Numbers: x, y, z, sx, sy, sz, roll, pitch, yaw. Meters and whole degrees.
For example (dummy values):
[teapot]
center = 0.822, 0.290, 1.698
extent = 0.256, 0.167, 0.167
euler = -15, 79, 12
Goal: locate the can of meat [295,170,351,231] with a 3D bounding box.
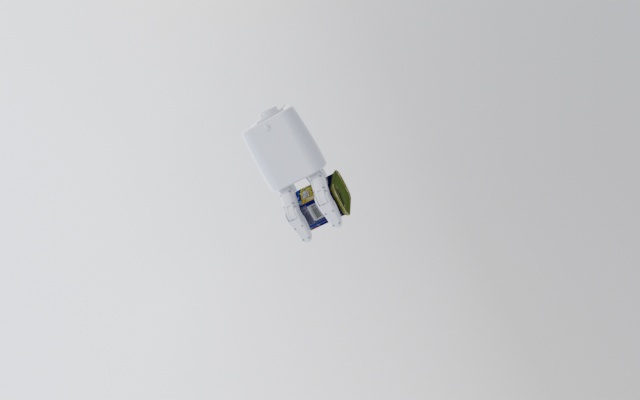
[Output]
[can of meat]
center = 0.000, 0.003, 0.786
extent = 0.084, 0.057, 0.102
euler = -25, 18, 14
